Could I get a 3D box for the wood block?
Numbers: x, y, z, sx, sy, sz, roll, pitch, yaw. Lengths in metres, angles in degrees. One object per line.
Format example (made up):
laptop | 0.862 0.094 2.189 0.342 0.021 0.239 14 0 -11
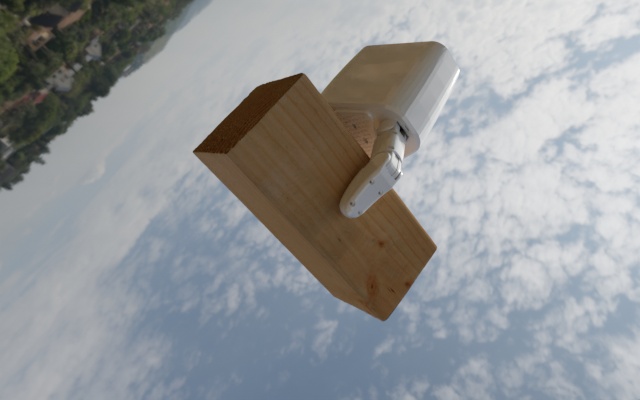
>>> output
wood block | 0.001 0.001 0.424 0.206 0.090 0.091 49 -19 -25
